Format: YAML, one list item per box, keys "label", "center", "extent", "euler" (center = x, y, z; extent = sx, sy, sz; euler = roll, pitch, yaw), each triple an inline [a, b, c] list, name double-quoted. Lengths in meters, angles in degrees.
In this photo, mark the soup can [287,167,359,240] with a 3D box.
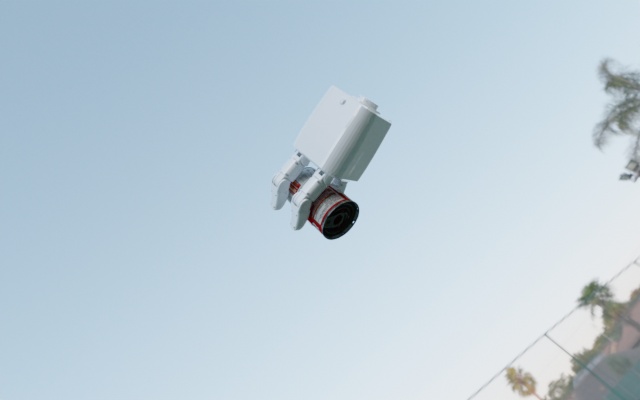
- label: "soup can"
  center: [0.000, 0.003, 0.717]
  extent: [0.068, 0.068, 0.102]
  euler: [0, 32, -45]
